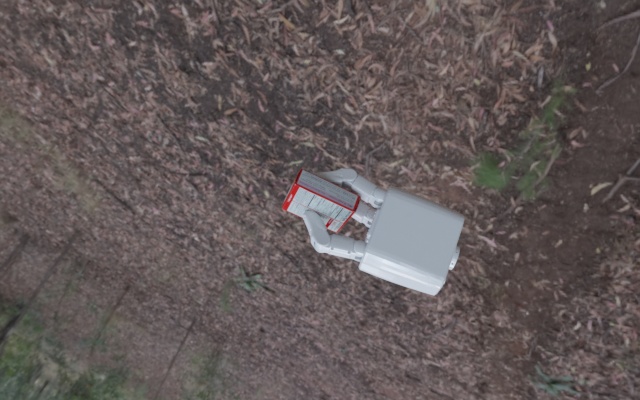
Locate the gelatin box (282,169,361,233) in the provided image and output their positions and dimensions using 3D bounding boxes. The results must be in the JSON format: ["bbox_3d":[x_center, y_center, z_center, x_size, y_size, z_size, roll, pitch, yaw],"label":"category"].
[{"bbox_3d":[0.000,0.002,0.643,0.089,0.030,0.073,24,-32,-6],"label":"gelatin box"}]
